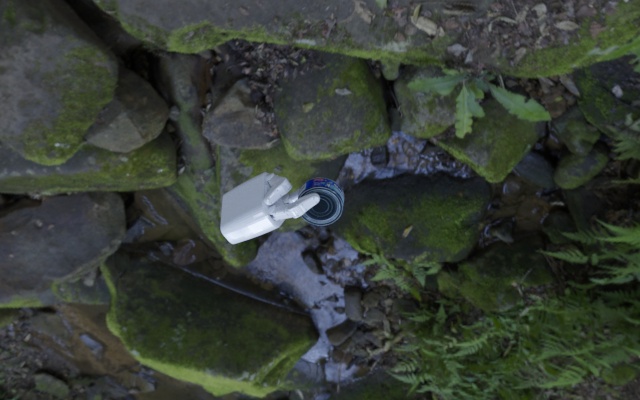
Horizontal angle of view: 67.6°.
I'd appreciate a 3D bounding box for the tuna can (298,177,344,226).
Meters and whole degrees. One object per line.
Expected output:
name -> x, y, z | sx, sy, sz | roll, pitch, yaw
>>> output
tuna can -> 0.000, 0.003, 0.867 | 0.086, 0.086, 0.033 | 0, 32, 5
